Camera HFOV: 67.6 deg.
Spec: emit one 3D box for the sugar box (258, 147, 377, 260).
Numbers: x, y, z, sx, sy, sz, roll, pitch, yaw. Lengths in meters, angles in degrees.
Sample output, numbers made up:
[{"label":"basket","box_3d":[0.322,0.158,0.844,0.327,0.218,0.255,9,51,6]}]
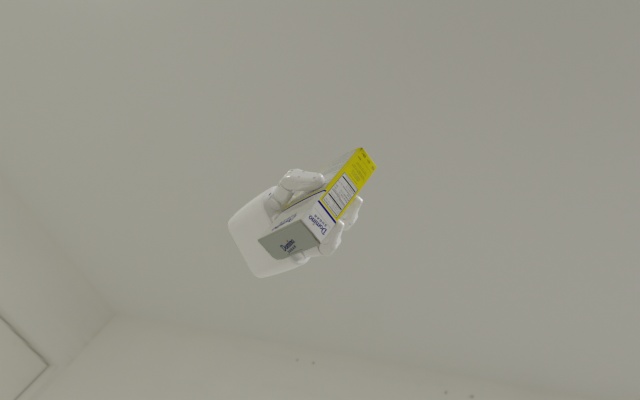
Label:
[{"label":"sugar box","box_3d":[0.000,0.002,0.638,0.093,0.048,0.176,-26,20,45]}]
